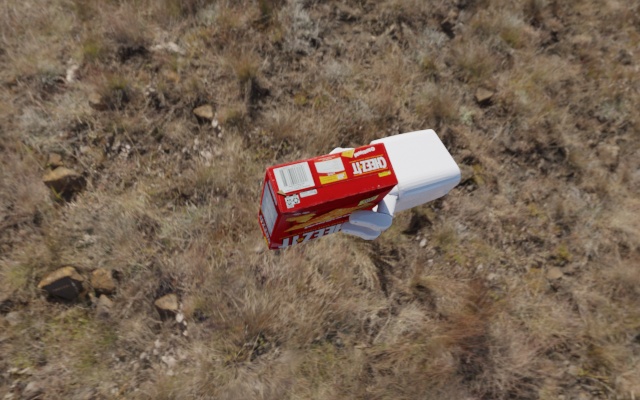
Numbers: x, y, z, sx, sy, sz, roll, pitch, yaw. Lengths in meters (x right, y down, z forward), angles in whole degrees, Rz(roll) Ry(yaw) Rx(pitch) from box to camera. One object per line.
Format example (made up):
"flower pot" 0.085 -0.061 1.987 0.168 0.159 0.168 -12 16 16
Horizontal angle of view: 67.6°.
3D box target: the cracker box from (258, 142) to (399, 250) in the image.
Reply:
"cracker box" 0.000 0.002 0.703 0.164 0.072 0.214 -14 -15 -15
